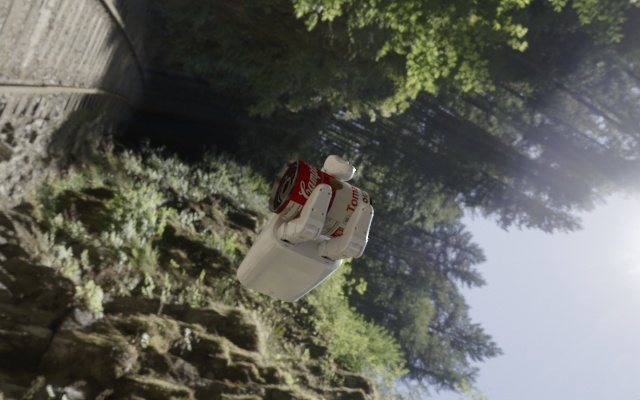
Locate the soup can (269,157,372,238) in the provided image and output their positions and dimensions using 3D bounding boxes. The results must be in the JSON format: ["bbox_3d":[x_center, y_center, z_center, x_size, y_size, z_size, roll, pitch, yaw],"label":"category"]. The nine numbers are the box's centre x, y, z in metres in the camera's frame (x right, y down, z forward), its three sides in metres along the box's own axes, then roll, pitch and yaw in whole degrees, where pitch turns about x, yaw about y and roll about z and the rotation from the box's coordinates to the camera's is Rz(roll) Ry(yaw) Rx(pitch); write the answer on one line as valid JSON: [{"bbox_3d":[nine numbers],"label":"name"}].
[{"bbox_3d":[0.001,0.002,0.554,0.102,0.068,0.068,25,-9,-21],"label":"soup can"}]
